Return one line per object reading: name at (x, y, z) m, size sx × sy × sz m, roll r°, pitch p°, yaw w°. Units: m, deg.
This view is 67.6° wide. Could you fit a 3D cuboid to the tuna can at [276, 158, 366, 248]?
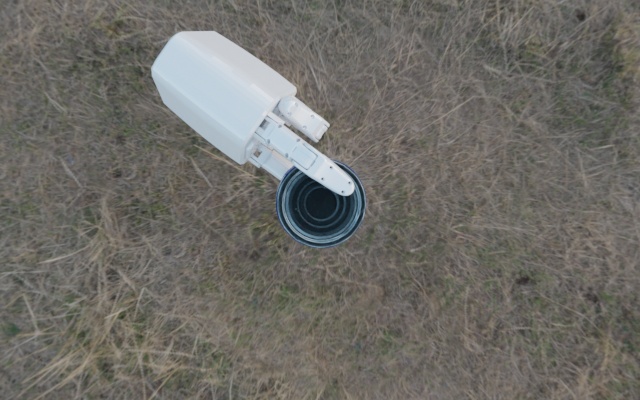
tuna can at (0.000, 0.002, 0.454) m, size 0.086 × 0.086 × 0.034 m, roll 0°, pitch 6°, yaw -4°
